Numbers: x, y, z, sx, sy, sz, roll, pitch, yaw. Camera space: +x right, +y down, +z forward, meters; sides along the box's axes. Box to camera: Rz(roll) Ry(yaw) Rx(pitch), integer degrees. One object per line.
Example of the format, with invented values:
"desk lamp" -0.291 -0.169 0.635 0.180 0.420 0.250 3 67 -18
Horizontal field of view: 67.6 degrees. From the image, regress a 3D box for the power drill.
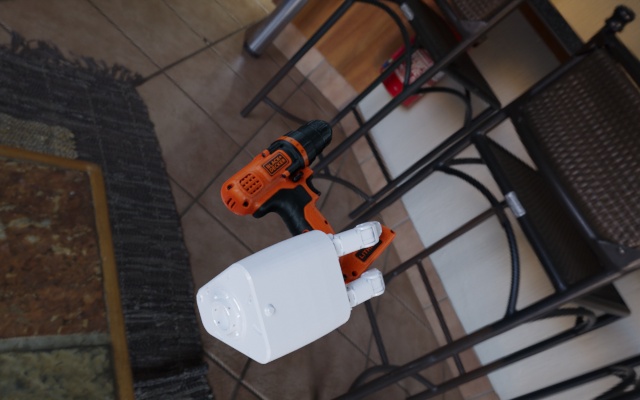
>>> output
"power drill" 0.000 0.002 0.582 0.184 0.187 0.057 -43 -3 -35
